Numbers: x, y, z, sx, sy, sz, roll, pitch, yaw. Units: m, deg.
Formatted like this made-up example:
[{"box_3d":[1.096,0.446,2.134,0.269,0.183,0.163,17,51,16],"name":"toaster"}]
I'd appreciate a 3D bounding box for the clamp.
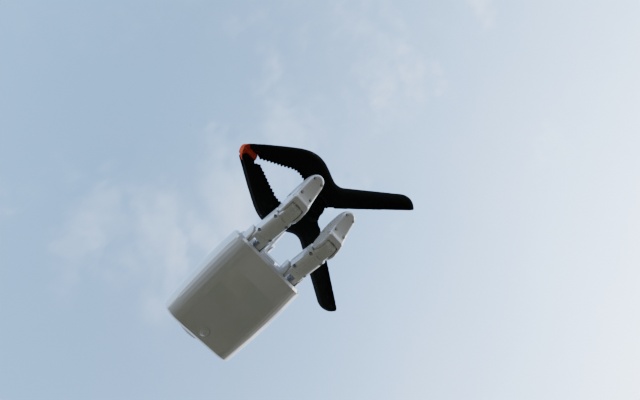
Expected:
[{"box_3d":[-0.001,0.001,0.538,0.164,0.210,0.036,-45,17,-10],"name":"clamp"}]
